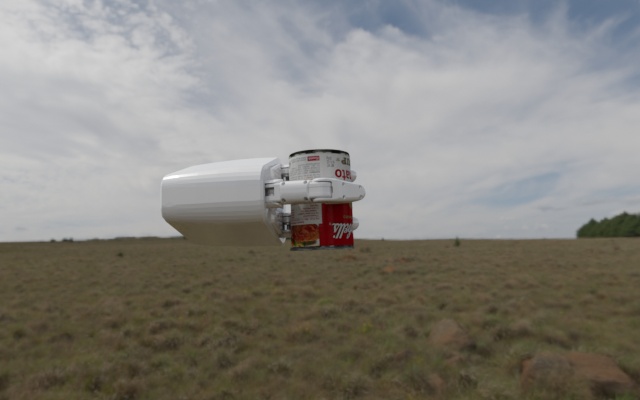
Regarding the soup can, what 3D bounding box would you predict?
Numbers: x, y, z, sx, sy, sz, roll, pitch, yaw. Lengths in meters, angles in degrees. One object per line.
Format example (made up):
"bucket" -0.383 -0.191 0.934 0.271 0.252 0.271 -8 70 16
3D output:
"soup can" 0.001 0.001 0.508 0.068 0.102 0.068 -2 -6 0
